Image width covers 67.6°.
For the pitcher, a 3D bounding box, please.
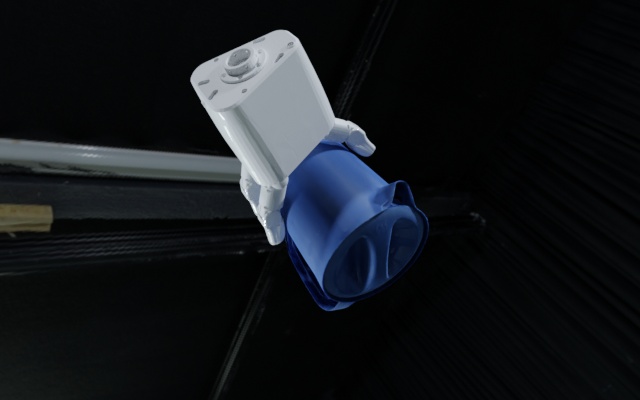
[{"bbox_3d":[0.000,0.002,0.578,0.242,0.149,0.145,50,-6,41],"label":"pitcher"}]
